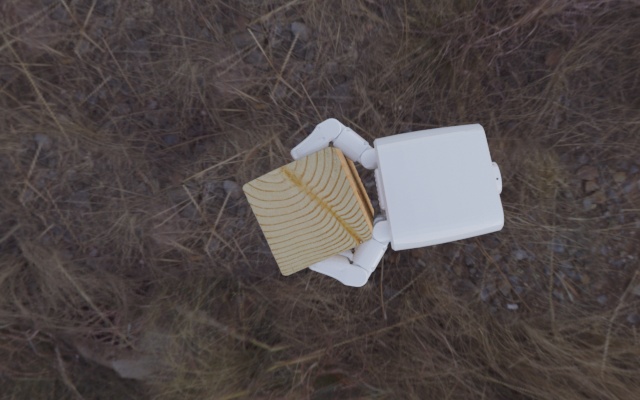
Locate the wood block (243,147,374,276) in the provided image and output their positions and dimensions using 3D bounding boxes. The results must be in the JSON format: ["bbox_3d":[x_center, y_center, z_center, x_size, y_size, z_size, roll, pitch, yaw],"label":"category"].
[{"bbox_3d":[0.000,0.001,0.514,0.090,0.091,0.206,-24,1,8],"label":"wood block"}]
